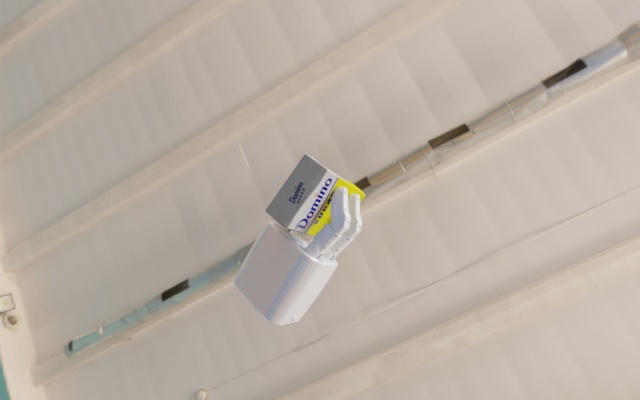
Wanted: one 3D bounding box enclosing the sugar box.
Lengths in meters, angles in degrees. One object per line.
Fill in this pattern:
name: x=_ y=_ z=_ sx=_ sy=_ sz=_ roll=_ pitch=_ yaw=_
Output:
sugar box: x=0.000 y=0.003 z=0.675 sx=0.048 sy=0.093 sz=0.176 roll=37 pitch=6 yaw=20
